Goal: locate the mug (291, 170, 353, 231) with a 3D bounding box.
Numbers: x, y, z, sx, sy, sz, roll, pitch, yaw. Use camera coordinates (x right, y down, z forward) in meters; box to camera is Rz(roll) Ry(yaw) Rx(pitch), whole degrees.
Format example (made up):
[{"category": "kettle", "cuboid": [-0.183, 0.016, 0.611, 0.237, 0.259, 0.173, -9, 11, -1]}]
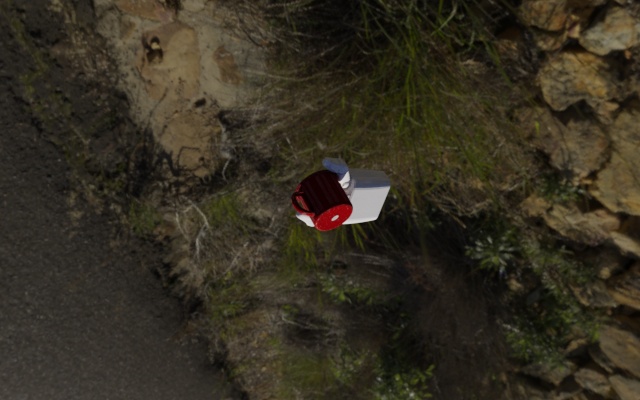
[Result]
[{"category": "mug", "cuboid": [-0.001, 0.003, 0.896, 0.117, 0.081, 0.093, -3, -40, -37]}]
